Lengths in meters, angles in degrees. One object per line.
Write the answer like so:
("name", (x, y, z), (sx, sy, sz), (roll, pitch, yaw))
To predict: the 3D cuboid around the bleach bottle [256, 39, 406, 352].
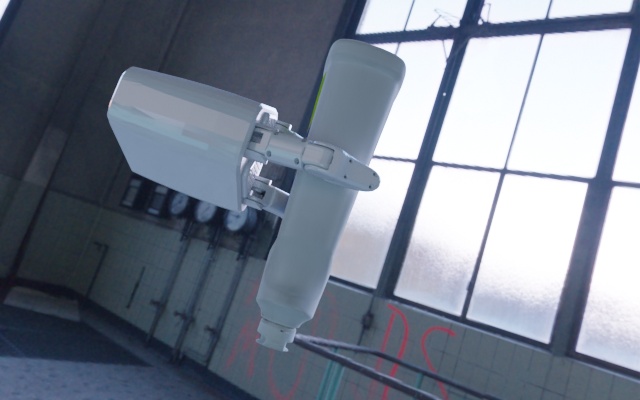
("bleach bottle", (0.000, 0.001, 0.404), (0.068, 0.251, 0.102), (19, -9, 1))
